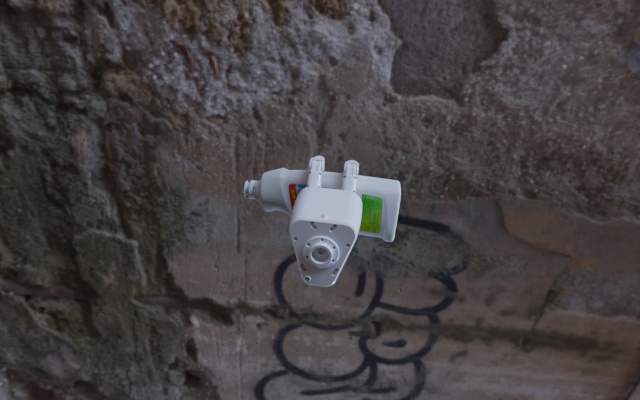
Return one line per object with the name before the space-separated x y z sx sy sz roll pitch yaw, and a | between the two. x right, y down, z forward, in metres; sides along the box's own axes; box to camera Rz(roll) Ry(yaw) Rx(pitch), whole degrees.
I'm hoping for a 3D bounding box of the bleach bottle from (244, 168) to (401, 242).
bleach bottle | 0.000 0.002 0.786 0.251 0.103 0.068 6 24 4
